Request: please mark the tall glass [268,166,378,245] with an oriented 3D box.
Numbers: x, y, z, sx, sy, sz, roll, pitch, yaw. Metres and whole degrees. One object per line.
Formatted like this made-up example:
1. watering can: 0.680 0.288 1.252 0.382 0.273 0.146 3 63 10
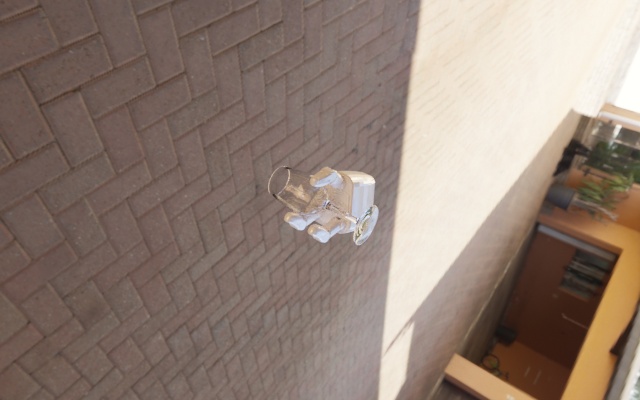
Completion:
1. tall glass: 0.001 0.003 0.859 0.201 0.079 0.079 27 13 27
